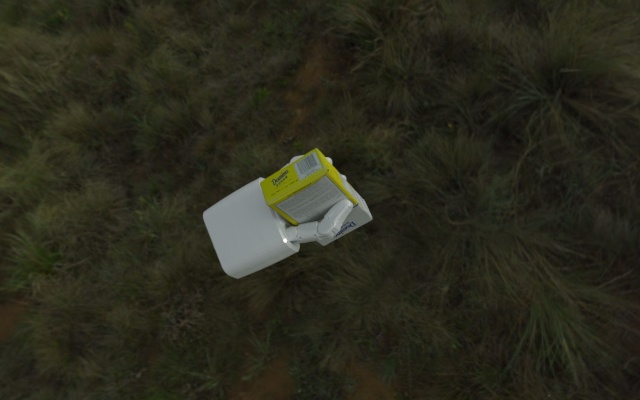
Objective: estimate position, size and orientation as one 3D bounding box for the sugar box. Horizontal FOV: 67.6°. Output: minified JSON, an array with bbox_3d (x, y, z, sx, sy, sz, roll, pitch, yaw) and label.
[{"bbox_3d":[0.000,0.002,0.679,0.093,0.048,0.176,-29,-30,11],"label":"sugar box"}]
